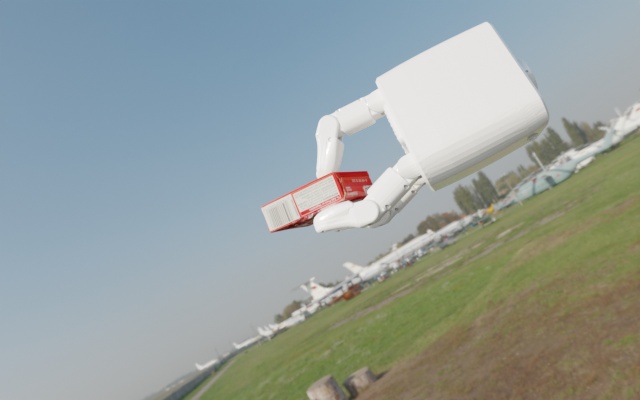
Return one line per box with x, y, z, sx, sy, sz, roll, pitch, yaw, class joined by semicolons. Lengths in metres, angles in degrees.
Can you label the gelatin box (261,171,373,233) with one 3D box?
0.000;0.001;0.461;0.089;0.030;0.073;-25;-9;27;gelatin box
